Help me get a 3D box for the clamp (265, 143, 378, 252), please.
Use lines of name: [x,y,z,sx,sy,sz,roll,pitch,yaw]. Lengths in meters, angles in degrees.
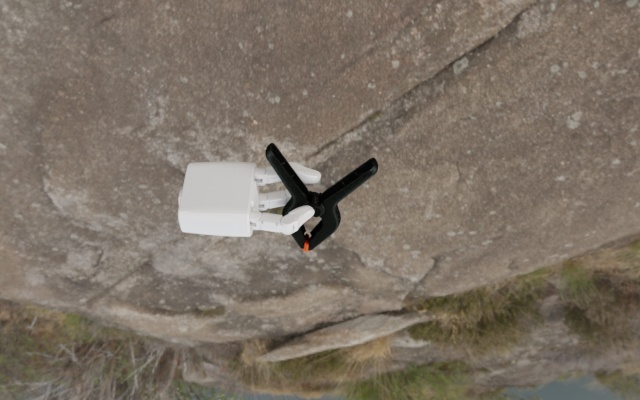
clamp: [0.000,0.003,0.749,0.164,0.210,0.036,4,42,2]
